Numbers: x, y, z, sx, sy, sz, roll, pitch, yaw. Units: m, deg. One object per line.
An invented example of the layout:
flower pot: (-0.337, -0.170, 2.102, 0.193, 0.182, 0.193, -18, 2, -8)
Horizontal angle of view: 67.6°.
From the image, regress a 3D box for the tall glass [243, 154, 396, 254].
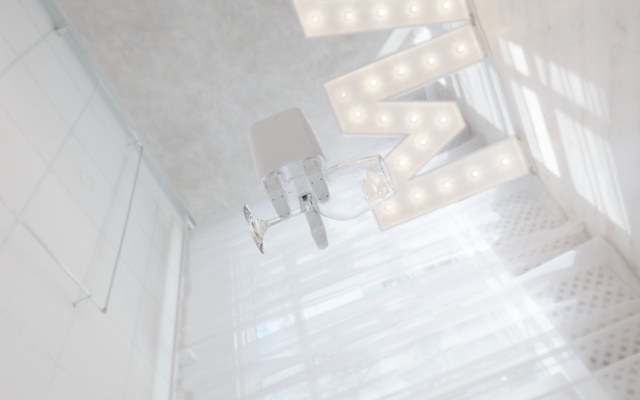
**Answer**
tall glass: (0.000, 0.003, 0.660, 0.201, 0.079, 0.079, -22, -1, 2)
